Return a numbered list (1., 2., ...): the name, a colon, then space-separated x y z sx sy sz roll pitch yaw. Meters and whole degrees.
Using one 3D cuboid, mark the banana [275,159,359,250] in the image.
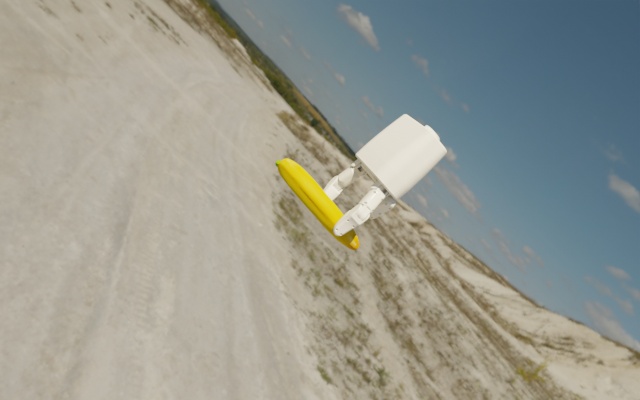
1. banana: -0.006 -0.001 0.751 0.037 0.198 0.069 -42 -9 6
